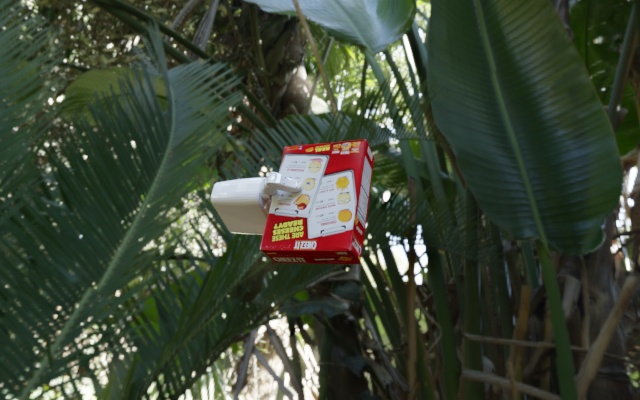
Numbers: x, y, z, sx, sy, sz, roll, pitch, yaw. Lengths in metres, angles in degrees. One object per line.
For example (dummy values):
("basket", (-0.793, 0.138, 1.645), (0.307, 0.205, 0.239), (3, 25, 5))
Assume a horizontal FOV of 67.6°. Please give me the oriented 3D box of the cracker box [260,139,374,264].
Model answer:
("cracker box", (0.000, 0.003, 0.841), (0.164, 0.213, 0.072), (-2, -29, 23))
